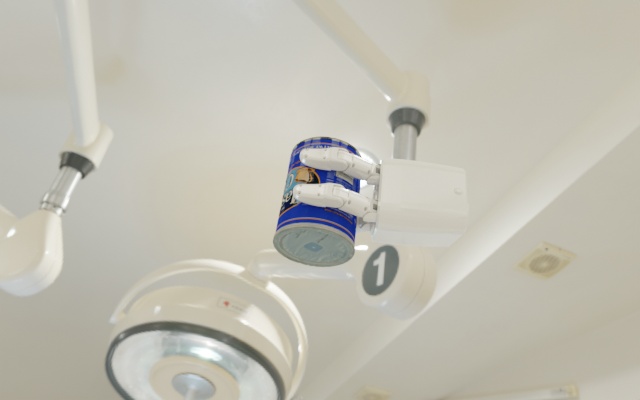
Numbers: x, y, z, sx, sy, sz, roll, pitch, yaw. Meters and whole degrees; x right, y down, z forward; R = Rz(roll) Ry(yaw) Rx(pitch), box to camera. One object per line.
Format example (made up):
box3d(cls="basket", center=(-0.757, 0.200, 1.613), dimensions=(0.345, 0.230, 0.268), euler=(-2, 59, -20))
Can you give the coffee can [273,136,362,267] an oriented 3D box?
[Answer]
box3d(cls="coffee can", center=(0.000, 0.002, 0.629), dimensions=(0.103, 0.140, 0.103), euler=(6, -33, 4))
